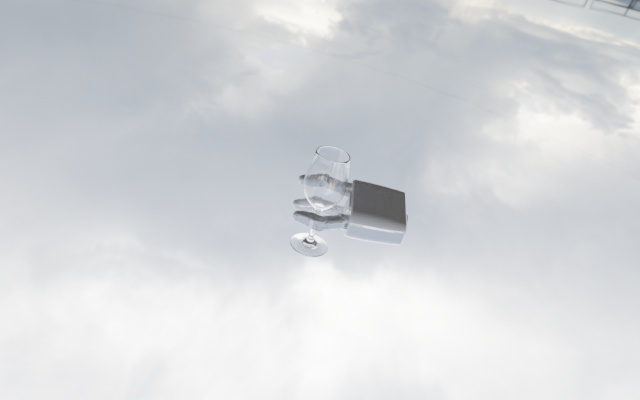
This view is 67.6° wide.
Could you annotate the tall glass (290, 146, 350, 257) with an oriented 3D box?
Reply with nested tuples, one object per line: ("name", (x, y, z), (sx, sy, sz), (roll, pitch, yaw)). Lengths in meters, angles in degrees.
("tall glass", (0.000, 0.003, 0.873), (0.079, 0.201, 0.079), (11, 31, -6))
